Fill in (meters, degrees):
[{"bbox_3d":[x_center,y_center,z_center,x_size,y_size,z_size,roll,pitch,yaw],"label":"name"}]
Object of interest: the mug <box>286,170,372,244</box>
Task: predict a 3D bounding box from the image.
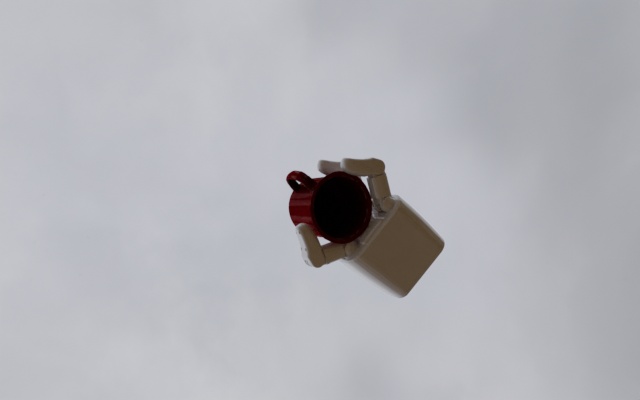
[{"bbox_3d":[-0.001,0.001,0.636,0.117,0.093,0.081,39,-18,-23],"label":"mug"}]
